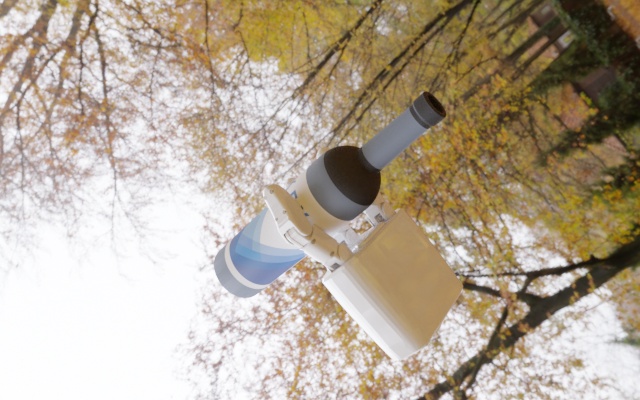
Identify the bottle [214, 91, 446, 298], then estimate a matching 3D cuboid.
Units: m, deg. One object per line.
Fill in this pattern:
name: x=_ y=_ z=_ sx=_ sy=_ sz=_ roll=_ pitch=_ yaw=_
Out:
bottle: x=0.000 y=0.002 z=0.469 sx=0.069 sy=0.069 sz=0.296 roll=0 pitch=-33 yaw=-50
